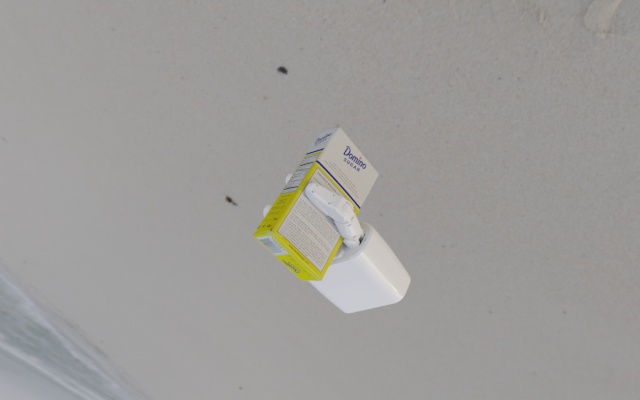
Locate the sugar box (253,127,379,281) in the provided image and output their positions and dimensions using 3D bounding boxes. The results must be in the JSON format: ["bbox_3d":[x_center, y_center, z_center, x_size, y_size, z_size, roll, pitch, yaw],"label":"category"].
[{"bbox_3d":[0.000,0.002,0.597,0.048,0.176,0.093,-12,-51,47],"label":"sugar box"}]
